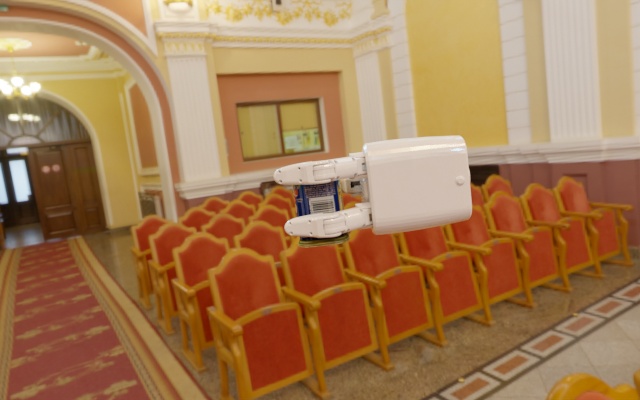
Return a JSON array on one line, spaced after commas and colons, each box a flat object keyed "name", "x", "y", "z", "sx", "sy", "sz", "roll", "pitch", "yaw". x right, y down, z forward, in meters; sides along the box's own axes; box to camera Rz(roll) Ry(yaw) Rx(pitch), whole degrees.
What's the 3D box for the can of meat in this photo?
[{"name": "can of meat", "x": 0.000, "y": 0.001, "z": 0.553, "sx": 0.057, "sy": 0.084, "sz": 0.102, "roll": -7, "pitch": 7, "yaw": 4}]
